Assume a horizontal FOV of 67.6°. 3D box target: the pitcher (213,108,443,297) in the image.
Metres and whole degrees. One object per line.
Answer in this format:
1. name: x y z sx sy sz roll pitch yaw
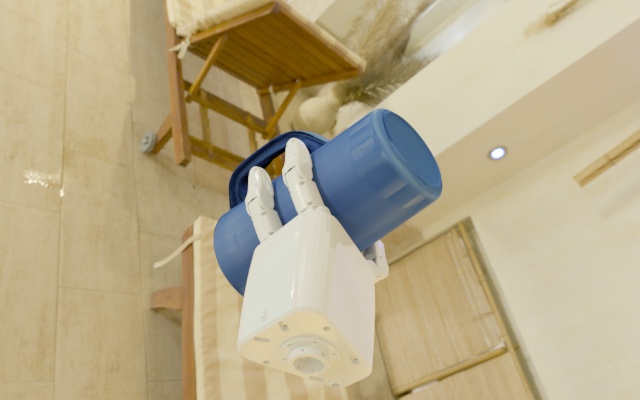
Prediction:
1. pitcher: 0.000 0.002 0.524 0.243 0.145 0.149 -36 -62 30
